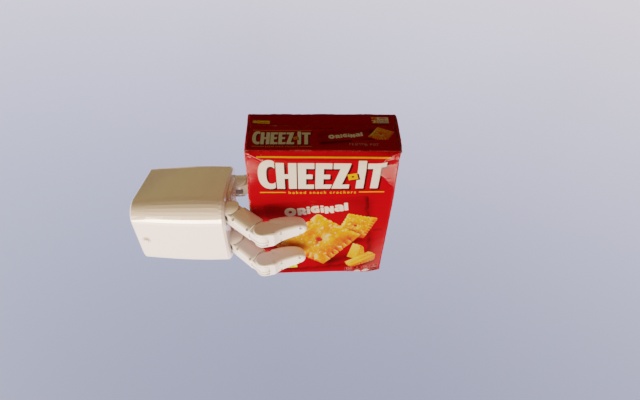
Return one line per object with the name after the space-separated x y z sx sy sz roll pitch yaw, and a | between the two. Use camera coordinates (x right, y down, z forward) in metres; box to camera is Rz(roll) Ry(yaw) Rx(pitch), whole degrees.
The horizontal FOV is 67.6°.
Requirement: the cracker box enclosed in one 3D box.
0.000 0.002 0.573 0.164 0.072 0.214 -1 -43 -2 | cracker box
